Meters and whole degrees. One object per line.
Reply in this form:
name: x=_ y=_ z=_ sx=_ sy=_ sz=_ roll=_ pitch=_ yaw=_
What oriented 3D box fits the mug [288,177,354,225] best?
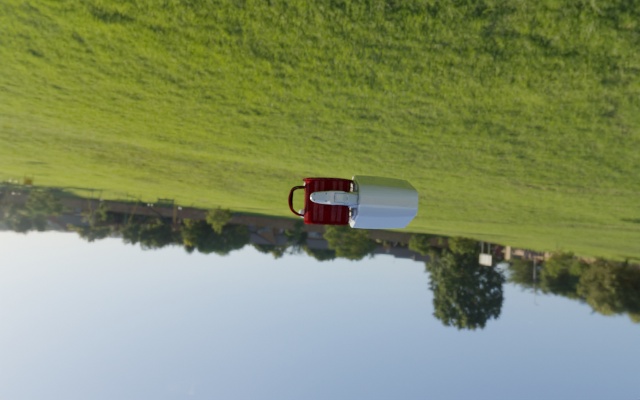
mug: x=-0.001 y=0.003 z=0.858 sx=0.117 sy=0.081 sz=0.093 roll=2 pitch=-3 yaw=-3
